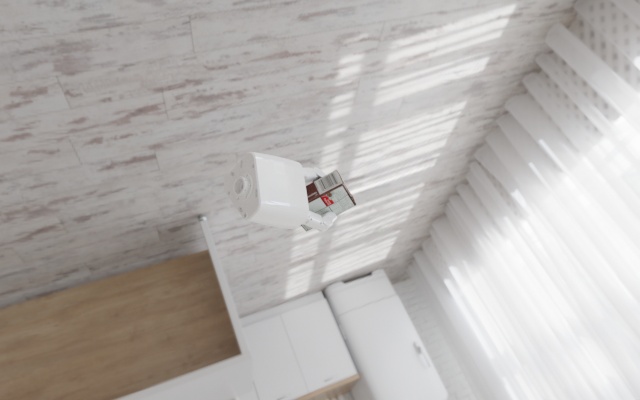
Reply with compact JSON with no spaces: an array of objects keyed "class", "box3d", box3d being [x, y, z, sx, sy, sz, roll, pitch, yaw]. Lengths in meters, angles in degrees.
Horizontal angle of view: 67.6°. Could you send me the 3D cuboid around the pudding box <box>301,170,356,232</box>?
[{"class":"pudding box","box3d":[0.000,0.003,0.878,0.113,0.039,0.090,-26,-32,6]}]
